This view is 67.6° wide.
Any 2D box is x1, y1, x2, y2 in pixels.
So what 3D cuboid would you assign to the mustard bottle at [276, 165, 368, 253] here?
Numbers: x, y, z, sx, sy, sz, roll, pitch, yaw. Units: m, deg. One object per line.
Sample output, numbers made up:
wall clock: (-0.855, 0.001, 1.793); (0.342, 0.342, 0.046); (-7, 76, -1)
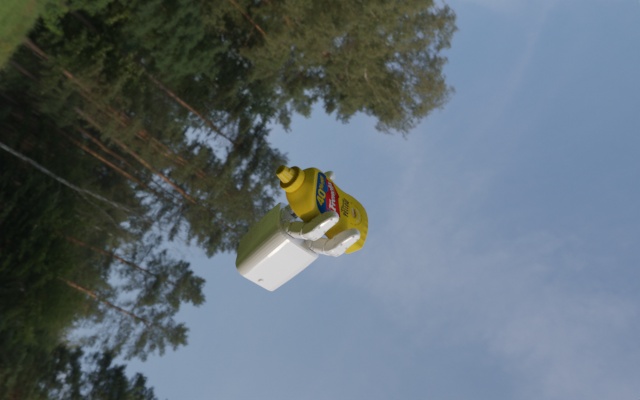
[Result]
mustard bottle: (0.001, 0.002, 0.761); (0.058, 0.096, 0.192); (-23, -45, 34)
